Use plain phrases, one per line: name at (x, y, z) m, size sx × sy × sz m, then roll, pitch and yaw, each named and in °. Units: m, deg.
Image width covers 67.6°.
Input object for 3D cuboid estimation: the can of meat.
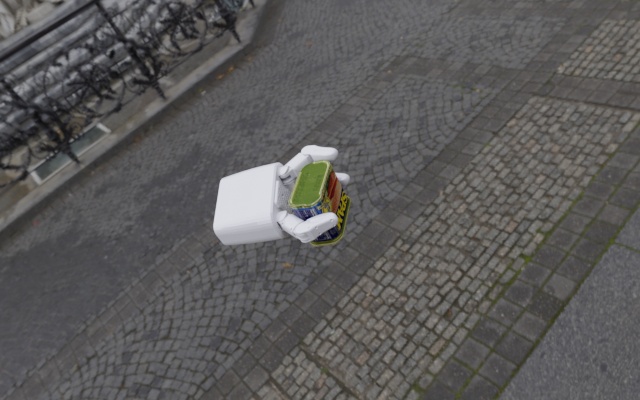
can of meat at (0.000, 0.002, 0.712) m, size 0.057 × 0.102 × 0.084 m, roll -9°, pitch -48°, yaw 25°
